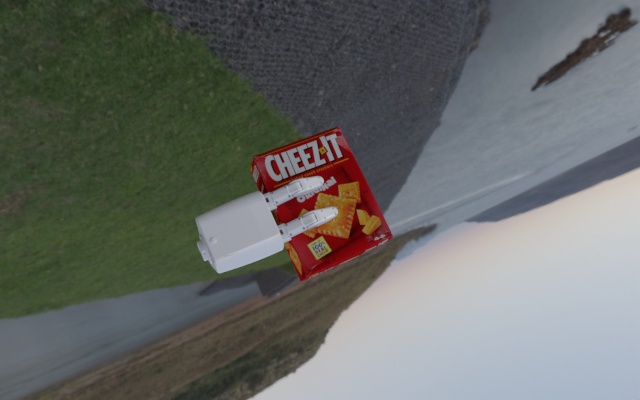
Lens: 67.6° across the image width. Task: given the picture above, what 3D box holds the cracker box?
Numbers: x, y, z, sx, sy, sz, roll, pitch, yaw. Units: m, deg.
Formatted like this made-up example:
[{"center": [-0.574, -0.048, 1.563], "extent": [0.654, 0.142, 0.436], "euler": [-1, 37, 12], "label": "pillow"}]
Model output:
[{"center": [0.000, 0.003, 0.796], "extent": [0.164, 0.213, 0.072], "euler": [-22, -10, -18], "label": "cracker box"}]
